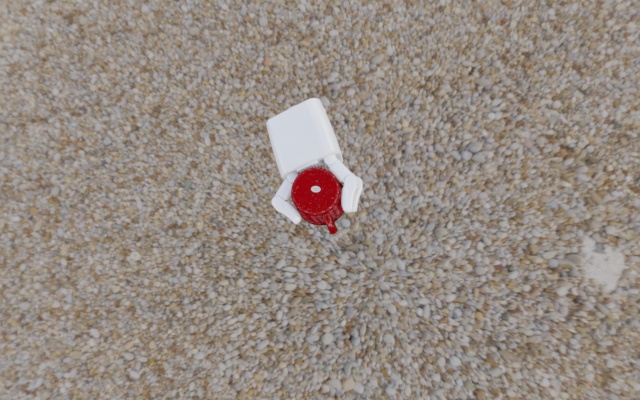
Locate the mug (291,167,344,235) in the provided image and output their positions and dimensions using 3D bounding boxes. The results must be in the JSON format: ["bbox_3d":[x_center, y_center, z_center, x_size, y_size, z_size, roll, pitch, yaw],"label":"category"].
[{"bbox_3d":[0.001,0.004,0.808,0.093,0.117,0.081,-21,-13,3],"label":"mug"}]
